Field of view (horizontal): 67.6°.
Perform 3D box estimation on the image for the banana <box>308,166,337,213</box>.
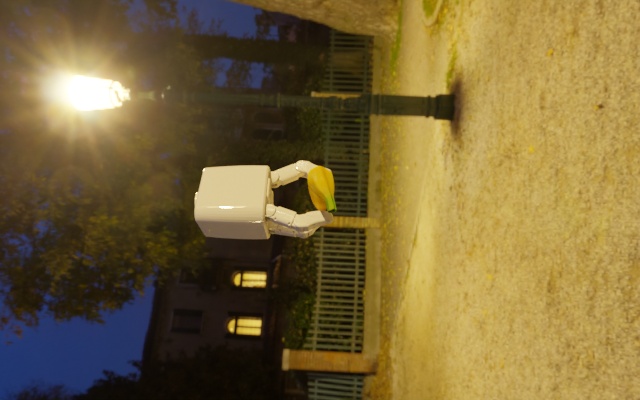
[{"bbox_3d":[-0.001,-0.016,0.727,0.037,0.069,0.198,-2,0,-2],"label":"banana"}]
